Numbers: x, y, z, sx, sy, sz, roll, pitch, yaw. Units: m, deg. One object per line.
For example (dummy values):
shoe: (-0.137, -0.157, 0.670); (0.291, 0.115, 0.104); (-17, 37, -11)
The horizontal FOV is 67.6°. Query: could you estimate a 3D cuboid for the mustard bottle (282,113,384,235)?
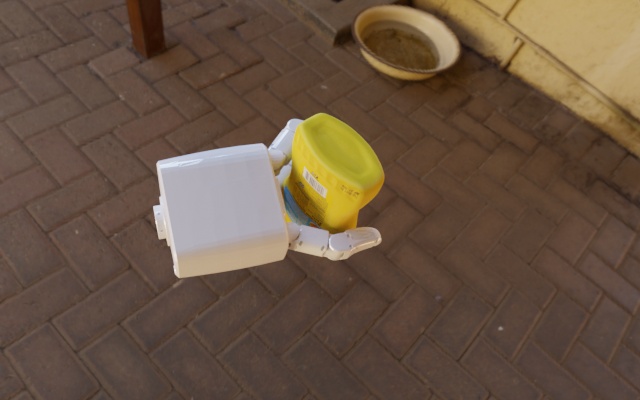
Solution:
mustard bottle: (0.000, 0.001, 0.515); (0.058, 0.096, 0.192); (-36, -18, -29)
